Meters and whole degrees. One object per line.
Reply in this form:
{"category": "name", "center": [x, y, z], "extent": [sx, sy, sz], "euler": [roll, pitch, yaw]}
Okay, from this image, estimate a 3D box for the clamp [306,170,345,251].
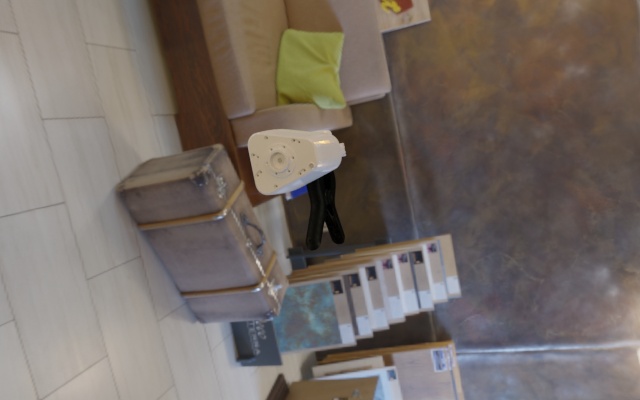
{"category": "clamp", "center": [0.001, 0.002, 0.803], "extent": [0.039, 0.171, 0.120], "euler": [-9, 5, 20]}
